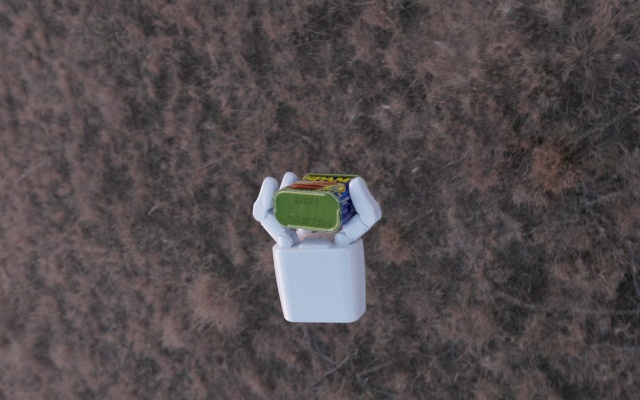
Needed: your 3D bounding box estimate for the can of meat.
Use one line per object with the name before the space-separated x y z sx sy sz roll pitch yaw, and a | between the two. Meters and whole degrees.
can of meat | 0.000 0.002 0.623 0.102 0.057 0.084 4 18 28
